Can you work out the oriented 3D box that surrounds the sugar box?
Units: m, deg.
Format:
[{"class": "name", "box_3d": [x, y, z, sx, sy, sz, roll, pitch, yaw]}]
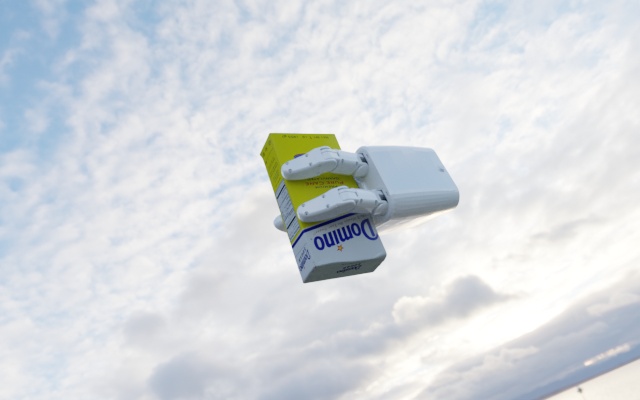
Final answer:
[{"class": "sugar box", "box_3d": [0.000, 0.001, 0.544, 0.093, 0.176, 0.048, -5, -34, -29]}]
